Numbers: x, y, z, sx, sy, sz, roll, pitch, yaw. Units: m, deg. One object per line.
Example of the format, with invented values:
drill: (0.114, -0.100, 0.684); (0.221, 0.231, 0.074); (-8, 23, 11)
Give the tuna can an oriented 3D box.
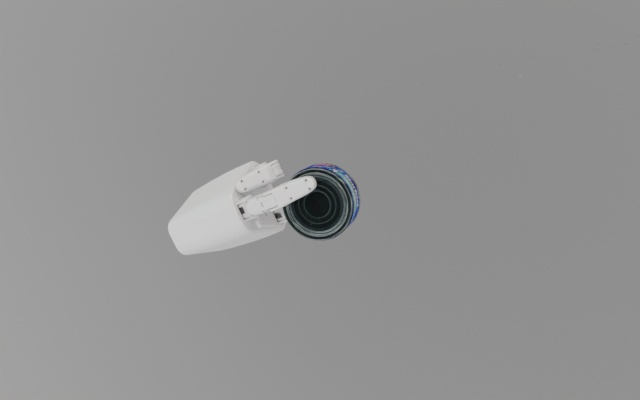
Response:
tuna can: (0.000, 0.002, 0.545); (0.086, 0.086, 0.033); (0, 12, 17)
